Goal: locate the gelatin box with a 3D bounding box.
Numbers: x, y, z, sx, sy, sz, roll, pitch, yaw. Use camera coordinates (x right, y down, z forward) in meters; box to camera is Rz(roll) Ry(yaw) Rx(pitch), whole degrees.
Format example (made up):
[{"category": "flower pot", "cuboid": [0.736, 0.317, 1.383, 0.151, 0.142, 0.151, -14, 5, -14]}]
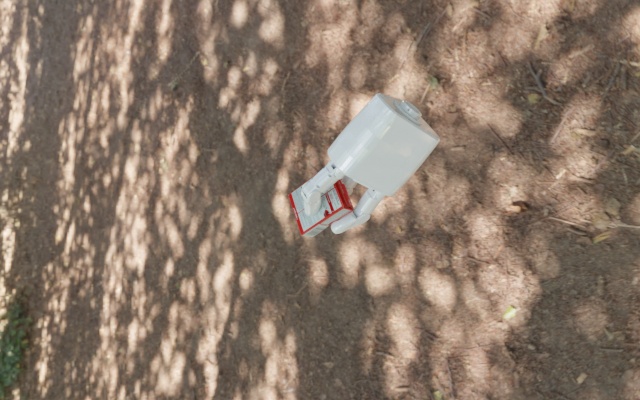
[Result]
[{"category": "gelatin box", "cuboid": [0.000, 0.002, 0.710, 0.089, 0.073, 0.030, -35, -30, 28]}]
